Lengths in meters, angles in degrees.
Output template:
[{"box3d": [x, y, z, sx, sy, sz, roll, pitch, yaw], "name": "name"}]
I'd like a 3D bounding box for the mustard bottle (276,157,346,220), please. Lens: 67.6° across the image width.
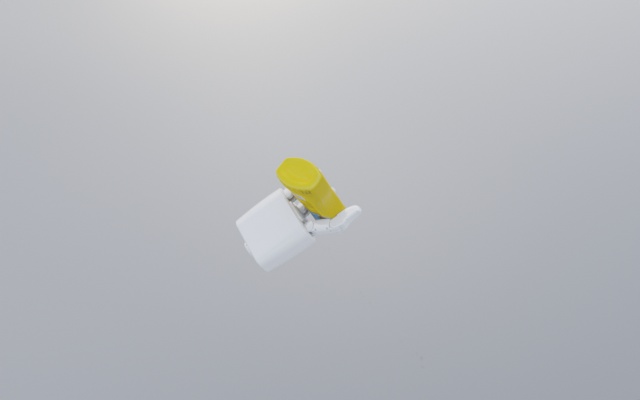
[{"box3d": [0.000, 0.002, 0.855, 0.096, 0.058, 0.192, 26, -16, 38], "name": "mustard bottle"}]
